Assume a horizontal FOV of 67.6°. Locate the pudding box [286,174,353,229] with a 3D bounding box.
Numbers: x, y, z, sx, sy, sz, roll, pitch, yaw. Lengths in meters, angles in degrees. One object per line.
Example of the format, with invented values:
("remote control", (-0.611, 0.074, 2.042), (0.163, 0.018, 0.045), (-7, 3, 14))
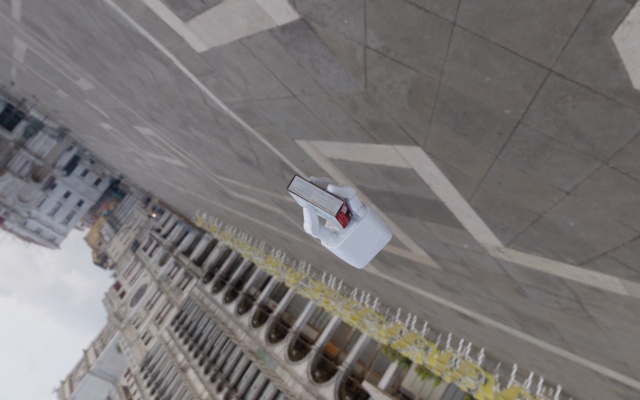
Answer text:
("pudding box", (0.000, 0.003, 0.889), (0.113, 0.039, 0.090), (28, -10, 19))
